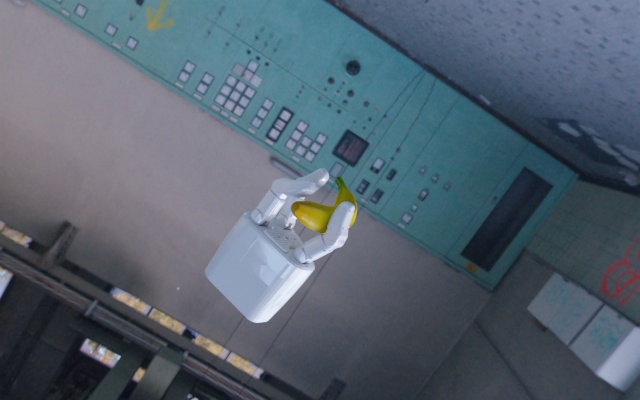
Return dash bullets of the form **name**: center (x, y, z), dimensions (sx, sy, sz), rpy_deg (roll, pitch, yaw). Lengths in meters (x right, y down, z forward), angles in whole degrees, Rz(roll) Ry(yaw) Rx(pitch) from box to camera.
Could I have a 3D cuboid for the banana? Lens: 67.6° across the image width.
- **banana**: center (0.014, 0.015, 0.658), dimensions (0.037, 0.069, 0.197), rpy_deg (-46, -4, 20)
